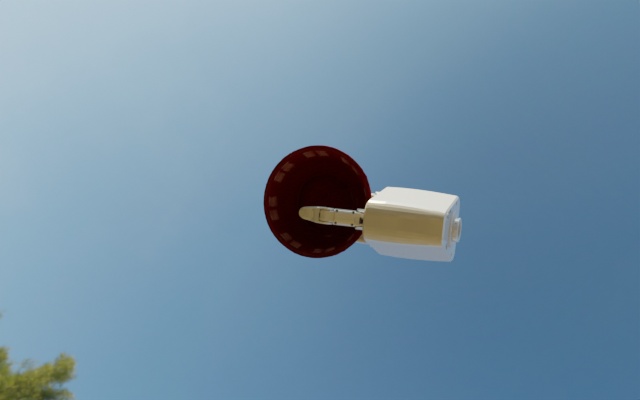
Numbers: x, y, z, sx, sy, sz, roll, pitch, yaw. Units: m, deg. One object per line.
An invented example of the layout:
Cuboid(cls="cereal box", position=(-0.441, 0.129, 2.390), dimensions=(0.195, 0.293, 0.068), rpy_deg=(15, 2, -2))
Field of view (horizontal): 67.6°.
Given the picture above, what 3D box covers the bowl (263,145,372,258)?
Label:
Cuboid(cls="bowl", position=(-0.001, 0.002, 0.705), dimensions=(0.162, 0.162, 0.055), rpy_deg=(0, -1, 15))
